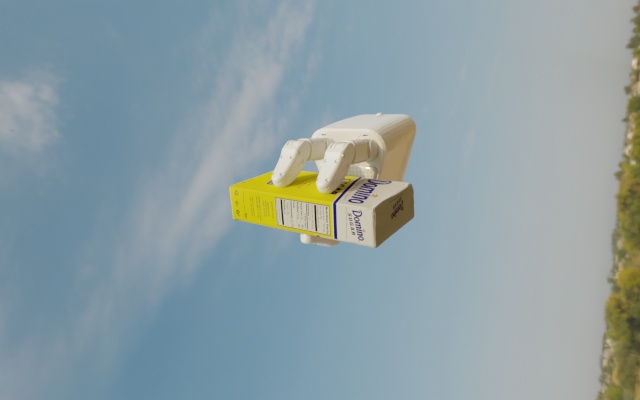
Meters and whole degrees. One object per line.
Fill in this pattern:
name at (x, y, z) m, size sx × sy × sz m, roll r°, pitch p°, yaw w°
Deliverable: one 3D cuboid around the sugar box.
sugar box at (0.000, 0.001, 0.505) m, size 0.176 × 0.048 × 0.093 m, roll 5°, pitch 20°, yaw 32°
